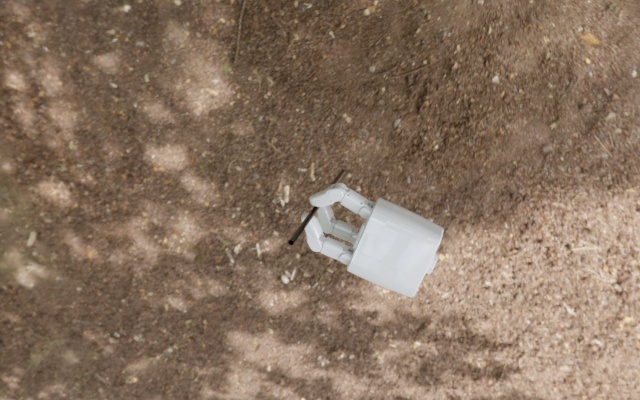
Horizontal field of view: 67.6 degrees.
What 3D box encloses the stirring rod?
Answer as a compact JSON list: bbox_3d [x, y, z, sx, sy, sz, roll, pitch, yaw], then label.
[{"bbox_3d":[0.000,0.002,0.732,0.011,0.011,0.239,0,26,21],"label":"stirring rod"}]
